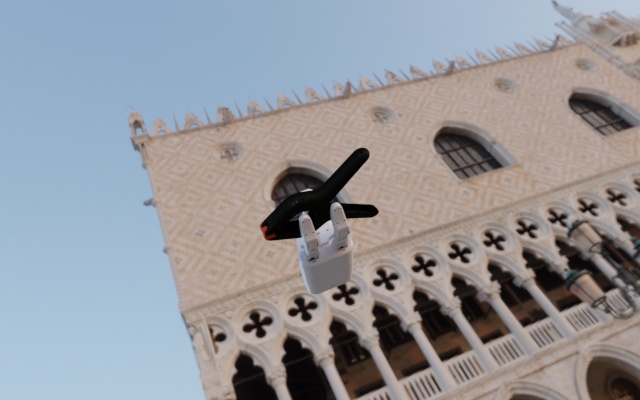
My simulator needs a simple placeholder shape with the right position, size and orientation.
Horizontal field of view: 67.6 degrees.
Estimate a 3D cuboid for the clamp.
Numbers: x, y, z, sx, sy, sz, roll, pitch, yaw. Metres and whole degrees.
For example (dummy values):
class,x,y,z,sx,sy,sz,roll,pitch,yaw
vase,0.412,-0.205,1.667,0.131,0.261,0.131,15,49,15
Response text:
class,x,y,z,sx,sy,sz,roll,pitch,yaw
clamp,-0.001,0.002,0.778,0.210,0.165,0.036,-20,49,-12
